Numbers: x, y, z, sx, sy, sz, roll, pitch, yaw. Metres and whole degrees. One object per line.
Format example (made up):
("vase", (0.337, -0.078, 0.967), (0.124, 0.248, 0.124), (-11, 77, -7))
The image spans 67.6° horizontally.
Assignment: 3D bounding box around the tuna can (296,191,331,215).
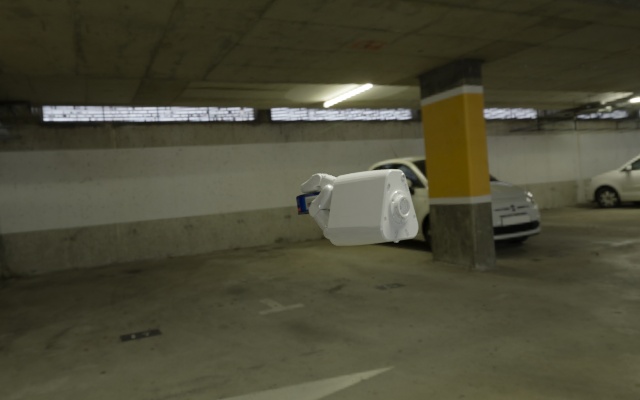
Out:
("tuna can", (0.000, 0.002, 0.847), (0.086, 0.034, 0.086), (-8, -3, 0))
